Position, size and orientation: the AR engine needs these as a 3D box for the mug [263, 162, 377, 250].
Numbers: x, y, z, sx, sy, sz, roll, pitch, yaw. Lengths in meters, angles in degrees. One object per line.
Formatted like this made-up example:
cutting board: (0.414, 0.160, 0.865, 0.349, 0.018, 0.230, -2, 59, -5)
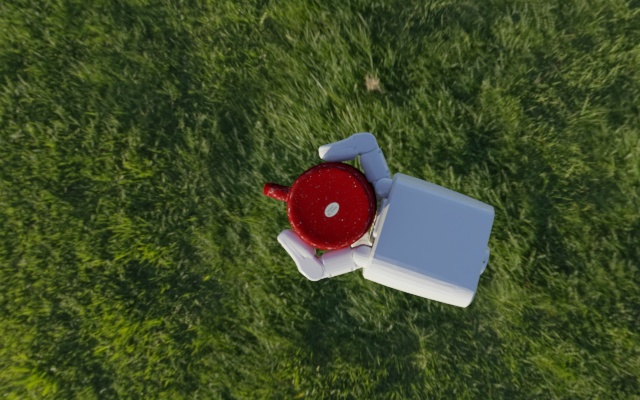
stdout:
mug: (-0.001, 0.001, 0.474, 0.117, 0.093, 0.081, 17, 2, 3)
